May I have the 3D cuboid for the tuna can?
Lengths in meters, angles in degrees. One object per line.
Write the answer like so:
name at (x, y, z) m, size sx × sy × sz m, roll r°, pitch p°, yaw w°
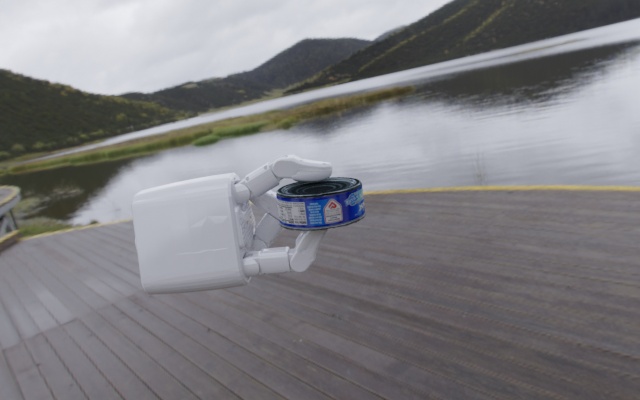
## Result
tuna can at (0.000, 0.001, 0.467) m, size 0.086 × 0.034 × 0.086 m, roll -6°, pitch 13°, yaw 1°
